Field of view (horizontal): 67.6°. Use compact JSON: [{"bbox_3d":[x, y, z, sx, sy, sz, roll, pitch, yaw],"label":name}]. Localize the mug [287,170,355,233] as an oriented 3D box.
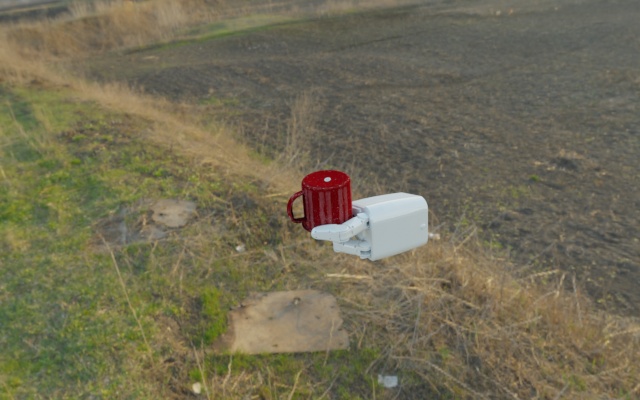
[{"bbox_3d":[-0.001,0.003,0.791,0.117,0.081,0.093,-12,27,-15],"label":"mug"}]
